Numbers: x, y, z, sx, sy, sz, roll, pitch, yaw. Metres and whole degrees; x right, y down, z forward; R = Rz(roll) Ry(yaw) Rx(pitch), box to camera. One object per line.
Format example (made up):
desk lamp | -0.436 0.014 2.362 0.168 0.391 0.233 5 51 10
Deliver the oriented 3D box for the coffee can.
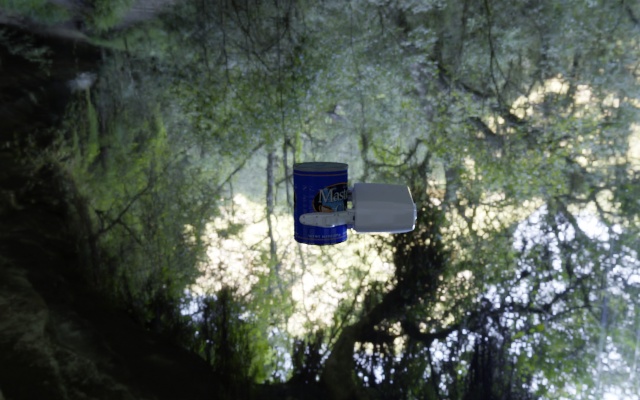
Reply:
coffee can | 0.000 0.003 0.884 0.103 0.140 0.103 0 11 0
